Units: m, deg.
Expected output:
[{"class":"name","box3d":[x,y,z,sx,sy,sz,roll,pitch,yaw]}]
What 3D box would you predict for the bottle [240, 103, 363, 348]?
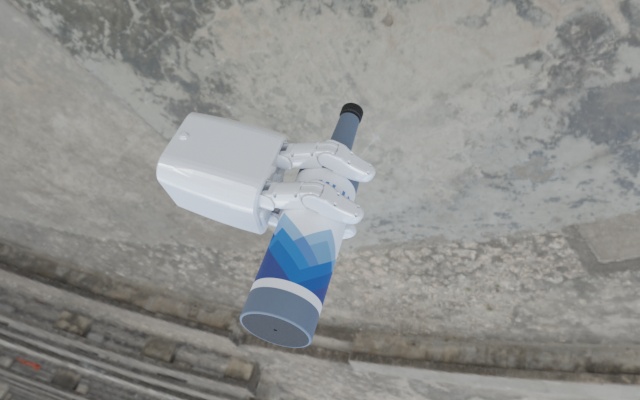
[{"class":"bottle","box3d":[0.000,0.002,0.502,0.069,0.295,0.069,12,-37,9]}]
